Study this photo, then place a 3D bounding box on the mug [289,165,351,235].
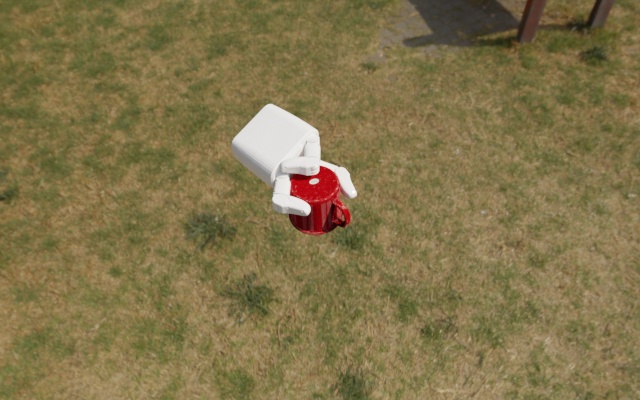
[{"bbox_3d":[0.001,0.003,0.776,0.117,0.082,0.093,35,60,26],"label":"mug"}]
